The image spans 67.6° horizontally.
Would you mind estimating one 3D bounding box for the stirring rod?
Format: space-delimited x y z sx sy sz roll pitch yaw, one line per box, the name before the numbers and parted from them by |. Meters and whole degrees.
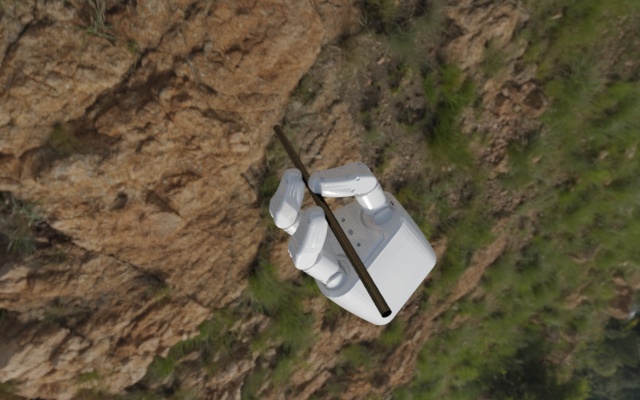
stirring rod | 0.000 0.001 0.403 0.011 0.011 0.239 0 39 -28
